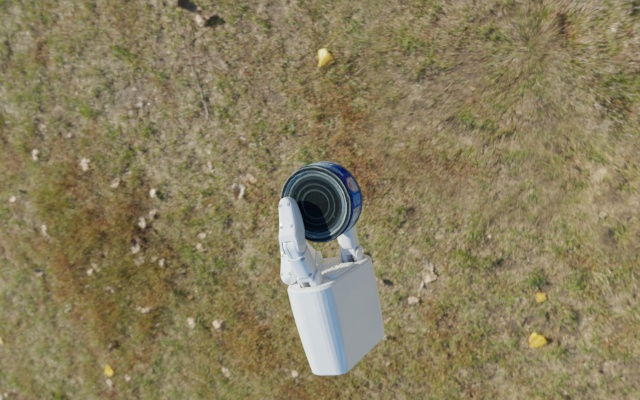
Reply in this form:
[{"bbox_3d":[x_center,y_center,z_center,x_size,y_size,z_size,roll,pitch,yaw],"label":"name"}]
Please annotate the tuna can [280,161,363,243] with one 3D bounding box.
[{"bbox_3d":[0.000,0.002,0.518,0.086,0.086,0.033,0,11,24],"label":"tuna can"}]
